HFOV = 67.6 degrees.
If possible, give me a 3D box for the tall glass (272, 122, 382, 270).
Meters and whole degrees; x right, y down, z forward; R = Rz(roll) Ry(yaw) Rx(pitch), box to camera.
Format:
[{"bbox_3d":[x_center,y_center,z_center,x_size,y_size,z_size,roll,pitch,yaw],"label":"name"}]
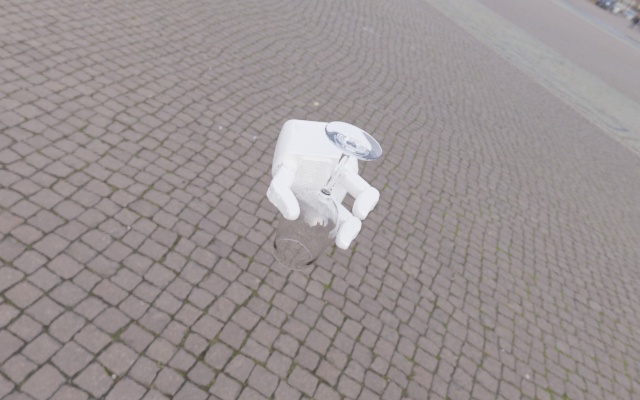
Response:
[{"bbox_3d":[0.000,0.002,0.615,0.079,0.201,0.079,19,34,-14],"label":"tall glass"}]
